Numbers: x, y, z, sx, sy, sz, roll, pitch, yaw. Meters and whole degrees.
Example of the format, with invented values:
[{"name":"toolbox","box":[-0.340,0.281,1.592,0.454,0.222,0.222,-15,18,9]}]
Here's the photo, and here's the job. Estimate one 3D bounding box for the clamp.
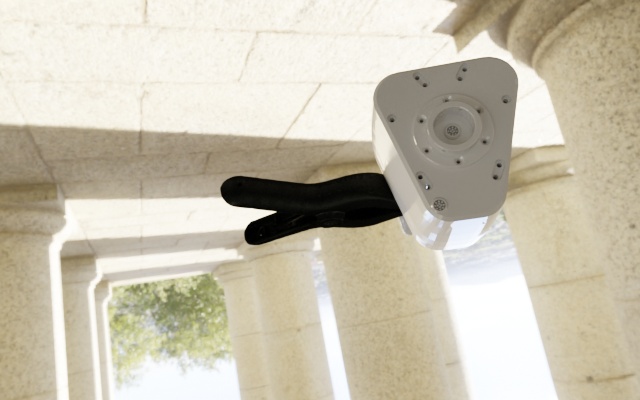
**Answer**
[{"name":"clamp","box":[0.000,0.002,0.411,0.171,0.039,0.120,-12,-18,6]}]
